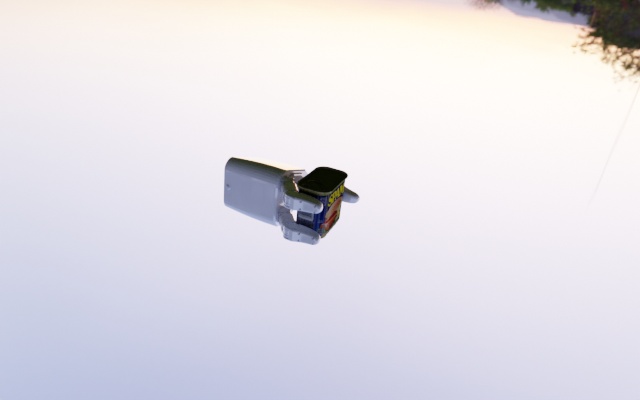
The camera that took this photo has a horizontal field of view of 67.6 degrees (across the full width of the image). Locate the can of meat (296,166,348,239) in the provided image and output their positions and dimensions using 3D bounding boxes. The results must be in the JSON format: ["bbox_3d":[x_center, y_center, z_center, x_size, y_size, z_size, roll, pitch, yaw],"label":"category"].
[{"bbox_3d":[0.000,0.003,0.765,0.057,0.084,0.102,16,28,18],"label":"can of meat"}]
